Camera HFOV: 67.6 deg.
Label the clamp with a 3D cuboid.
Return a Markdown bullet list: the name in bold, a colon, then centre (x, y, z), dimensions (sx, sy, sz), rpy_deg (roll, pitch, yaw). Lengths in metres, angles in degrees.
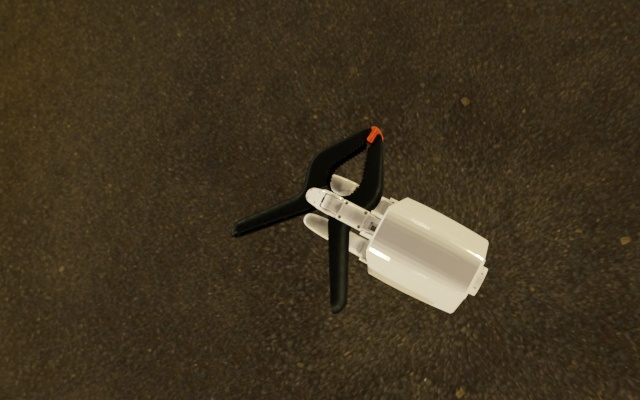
- **clamp**: centre (0.000, 0.001, 0.558), dimensions (0.164, 0.210, 0.036), rpy_deg (27, -1, 14)
